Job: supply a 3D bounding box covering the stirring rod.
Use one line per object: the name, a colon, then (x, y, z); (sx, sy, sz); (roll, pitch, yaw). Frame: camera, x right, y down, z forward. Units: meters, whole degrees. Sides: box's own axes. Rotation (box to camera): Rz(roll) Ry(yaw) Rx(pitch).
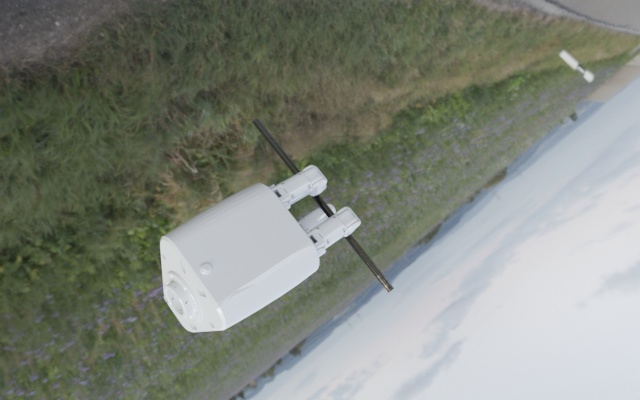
stirring rod: (0.000, 0.002, 0.521); (0.011, 0.239, 0.011); (-37, -10, -8)
